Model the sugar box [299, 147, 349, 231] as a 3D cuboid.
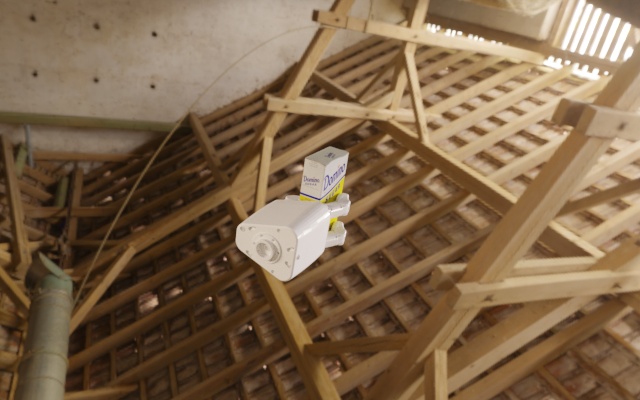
[{"bbox_3d":[0.001,0.003,0.828,0.048,0.176,0.093,21,27,21],"label":"sugar box"}]
